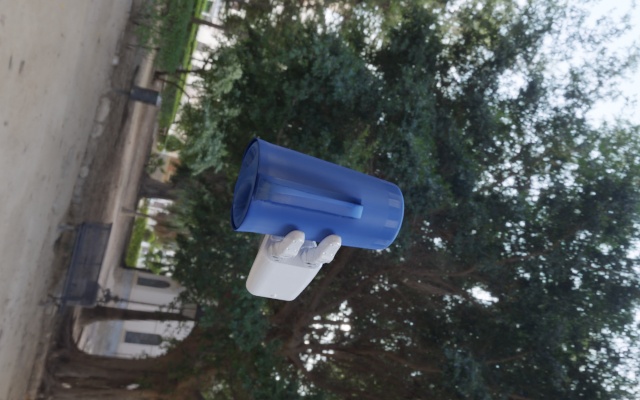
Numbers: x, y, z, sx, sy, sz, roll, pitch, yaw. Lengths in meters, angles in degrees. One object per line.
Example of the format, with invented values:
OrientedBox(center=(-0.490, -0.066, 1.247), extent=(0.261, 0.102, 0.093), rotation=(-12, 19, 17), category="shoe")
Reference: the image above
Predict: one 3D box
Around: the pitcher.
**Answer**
OrientedBox(center=(0.000, 0.002, 0.699), extent=(0.243, 0.149, 0.145), rotation=(13, -45, -20), category="pitcher")
